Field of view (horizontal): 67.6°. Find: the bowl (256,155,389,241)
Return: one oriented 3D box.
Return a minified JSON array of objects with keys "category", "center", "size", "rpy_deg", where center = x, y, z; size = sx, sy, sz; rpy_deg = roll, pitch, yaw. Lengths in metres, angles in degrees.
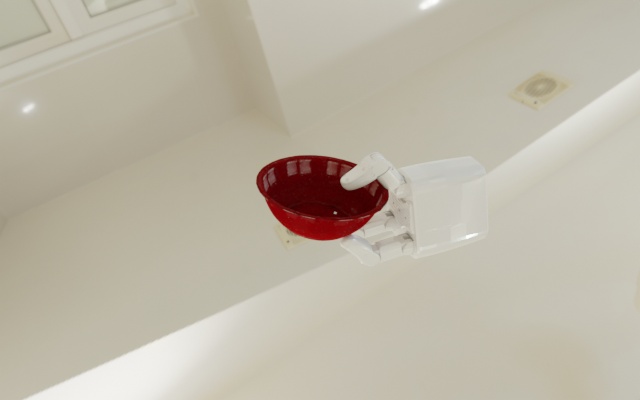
[{"category":"bowl","center":[-0.001,0.002,0.591],"size":[0.162,0.055,0.162],"rpy_deg":[6,30,-4]}]
